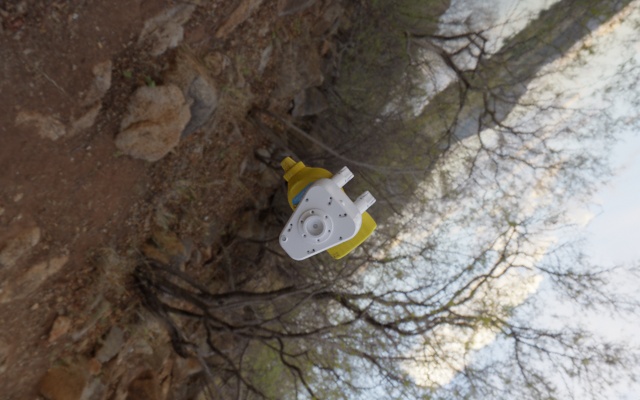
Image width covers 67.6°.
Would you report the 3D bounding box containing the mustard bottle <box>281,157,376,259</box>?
[{"bbox_3d":[0.000,0.003,0.818,0.096,0.191,0.058,-41,0,32],"label":"mustard bottle"}]
